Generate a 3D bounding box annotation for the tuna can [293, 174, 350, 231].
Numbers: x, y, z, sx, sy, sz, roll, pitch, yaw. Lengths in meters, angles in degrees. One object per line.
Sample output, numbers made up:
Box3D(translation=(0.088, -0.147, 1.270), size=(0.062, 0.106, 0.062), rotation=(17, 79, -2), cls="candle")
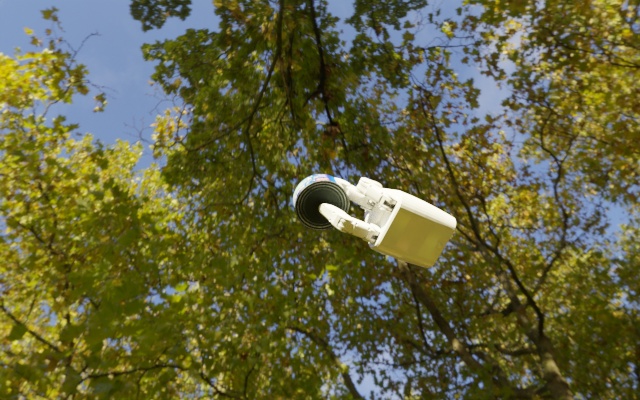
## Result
Box3D(translation=(0.000, 0.002, 0.749), size=(0.086, 0.086, 0.033), rotation=(0, 24, -11), cls="tuna can")
